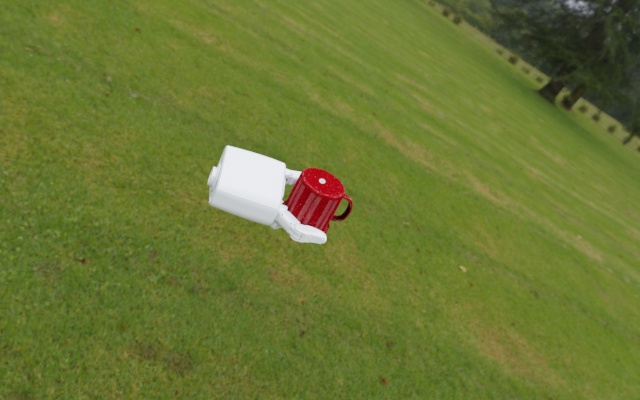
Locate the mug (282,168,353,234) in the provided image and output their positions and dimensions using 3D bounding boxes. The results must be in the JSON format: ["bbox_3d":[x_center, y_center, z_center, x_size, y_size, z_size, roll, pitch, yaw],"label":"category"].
[{"bbox_3d":[0.002,0.003,0.807,0.117,0.081,0.093,17,33,-18],"label":"mug"}]
